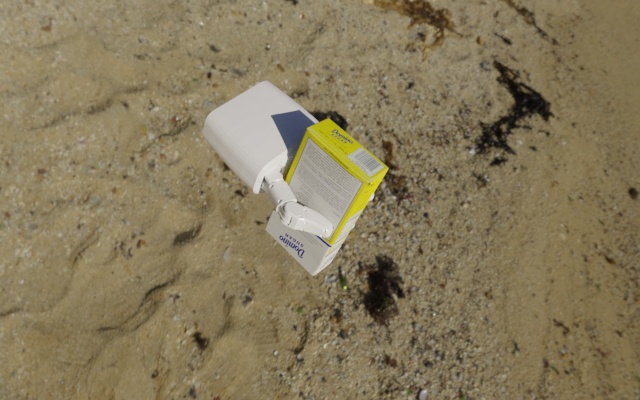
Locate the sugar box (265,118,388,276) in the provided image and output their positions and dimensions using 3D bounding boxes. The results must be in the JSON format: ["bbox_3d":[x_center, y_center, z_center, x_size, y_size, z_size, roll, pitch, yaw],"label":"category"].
[{"bbox_3d":[0.000,0.001,0.564,0.048,0.093,0.176,-33,-20,-41],"label":"sugar box"}]
